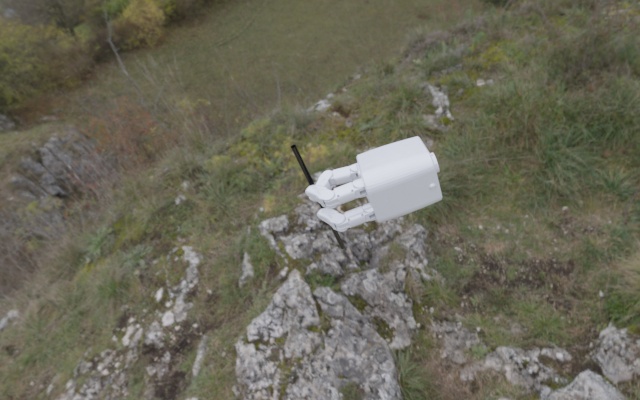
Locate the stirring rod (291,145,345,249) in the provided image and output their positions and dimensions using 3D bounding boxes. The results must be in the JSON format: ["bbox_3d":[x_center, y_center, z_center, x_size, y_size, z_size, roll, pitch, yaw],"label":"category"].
[{"bbox_3d":[0.000,0.003,0.774,0.011,0.011,0.240,0,-42,26],"label":"stirring rod"}]
